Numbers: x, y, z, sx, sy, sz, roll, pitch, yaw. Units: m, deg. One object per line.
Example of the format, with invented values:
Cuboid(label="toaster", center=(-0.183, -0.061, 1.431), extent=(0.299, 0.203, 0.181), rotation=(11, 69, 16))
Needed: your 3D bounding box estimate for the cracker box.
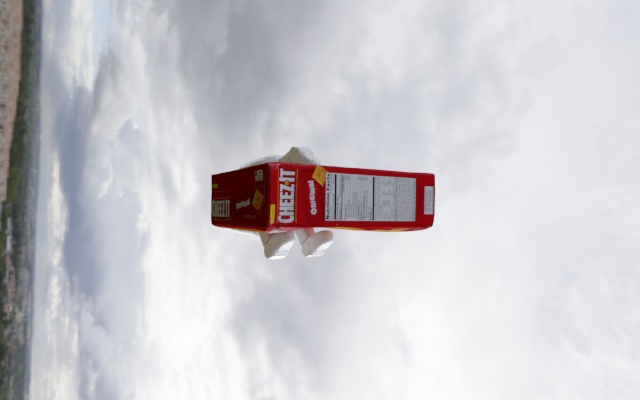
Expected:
Cuboid(label="cracker box", center=(0.000, 0.002, 0.559), extent=(0.214, 0.072, 0.164), rotation=(1, -2, -31))
